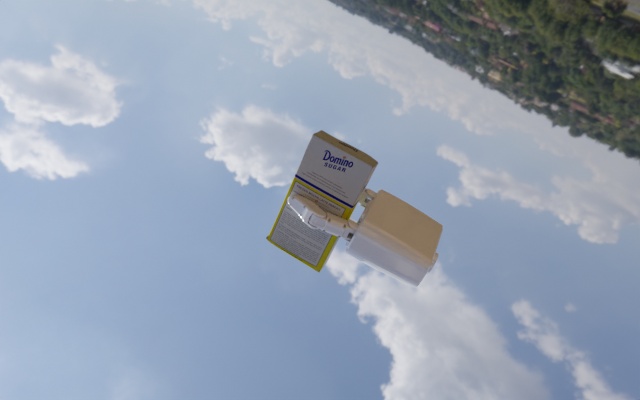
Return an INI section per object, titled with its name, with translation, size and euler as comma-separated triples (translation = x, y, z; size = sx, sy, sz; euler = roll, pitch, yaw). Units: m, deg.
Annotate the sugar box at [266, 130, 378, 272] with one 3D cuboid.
[sugar box]
translation = 0.000, 0.002, 0.662
size = 0.093, 0.176, 0.048
euler = 30, 22, 8
